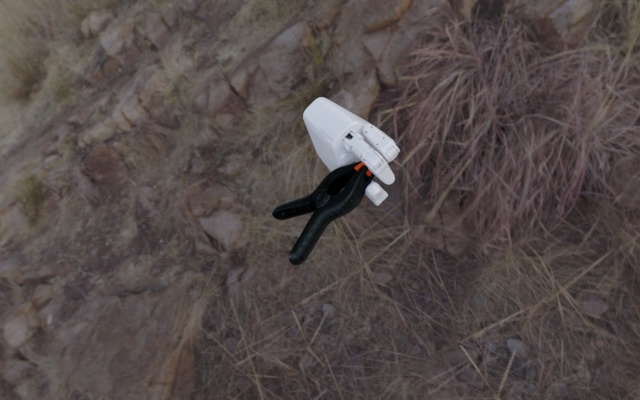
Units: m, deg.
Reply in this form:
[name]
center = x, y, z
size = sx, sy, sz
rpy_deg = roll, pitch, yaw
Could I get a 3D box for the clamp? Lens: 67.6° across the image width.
[clamp]
center = 0.000, 0.002, 0.687
size = 0.039, 0.171, 0.120
rpy_deg = 45, 2, -44
